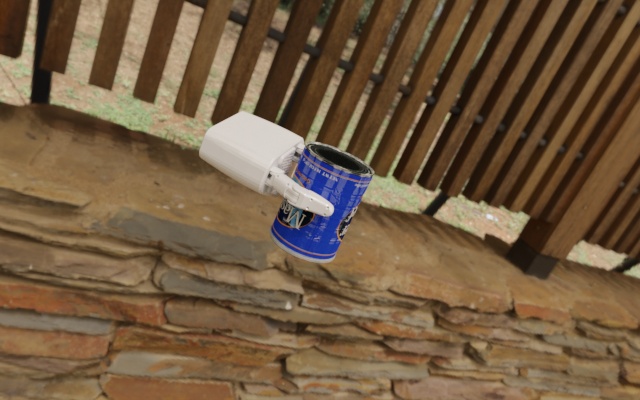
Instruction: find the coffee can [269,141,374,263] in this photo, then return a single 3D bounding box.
[{"bbox_3d":[0.000,0.002,0.672,0.103,0.140,0.102,21,18,-7],"label":"coffee can"}]
